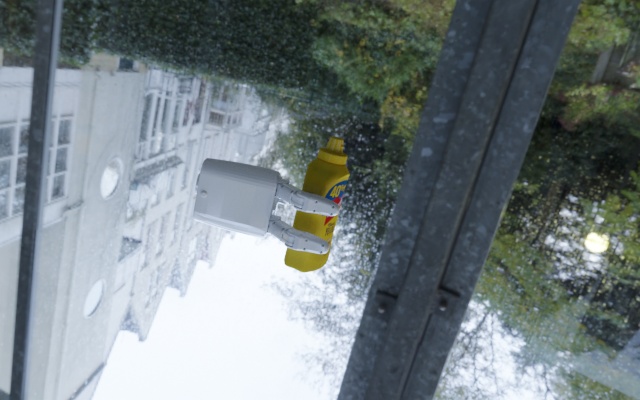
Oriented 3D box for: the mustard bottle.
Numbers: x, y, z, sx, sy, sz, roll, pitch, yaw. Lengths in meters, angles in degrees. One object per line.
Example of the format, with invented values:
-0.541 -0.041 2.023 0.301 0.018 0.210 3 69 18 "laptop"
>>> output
0.000 0.003 0.688 0.058 0.192 0.096 20 16 21 "mustard bottle"
